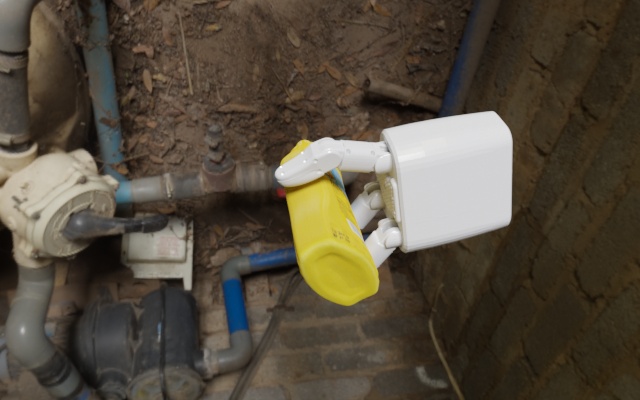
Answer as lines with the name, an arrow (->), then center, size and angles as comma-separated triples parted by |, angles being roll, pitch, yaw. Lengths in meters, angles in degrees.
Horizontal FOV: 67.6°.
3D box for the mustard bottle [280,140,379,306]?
mustard bottle -> 0.000, 0.002, 0.466 | 0.058, 0.191, 0.096 | -30, -48, 13
